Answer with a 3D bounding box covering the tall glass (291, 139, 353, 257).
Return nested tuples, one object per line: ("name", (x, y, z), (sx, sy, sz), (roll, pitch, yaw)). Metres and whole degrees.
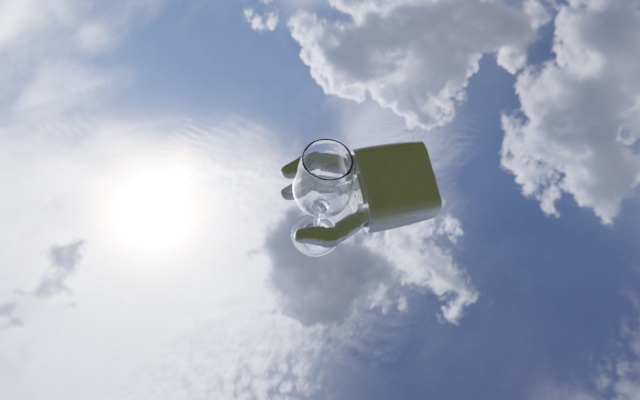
("tall glass", (0.000, 0.003, 0.650), (0.079, 0.079, 0.201), (0, -31, -5))
